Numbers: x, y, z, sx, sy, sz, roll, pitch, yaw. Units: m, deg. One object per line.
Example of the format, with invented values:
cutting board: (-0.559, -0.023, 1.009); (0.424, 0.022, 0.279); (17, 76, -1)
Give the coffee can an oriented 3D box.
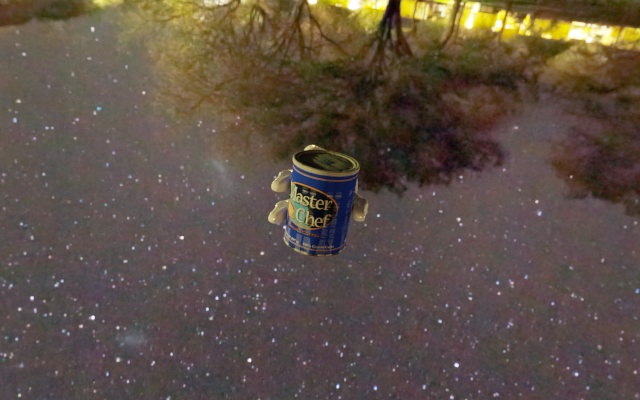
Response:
coffee can: (0.000, 0.002, 0.750); (0.103, 0.140, 0.102); (7, 23, -3)
